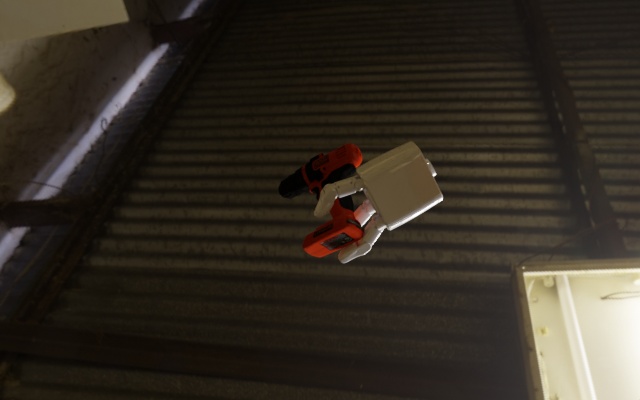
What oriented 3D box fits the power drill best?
[{"bbox_3d":[0.000,0.003,0.862,0.184,0.187,0.057,-28,-39,28],"label":"power drill"}]
